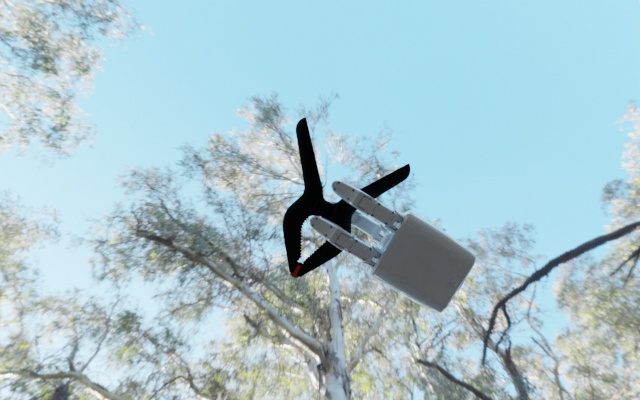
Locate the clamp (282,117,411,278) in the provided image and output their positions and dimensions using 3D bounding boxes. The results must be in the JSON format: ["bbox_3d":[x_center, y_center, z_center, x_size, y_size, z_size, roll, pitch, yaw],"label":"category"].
[{"bbox_3d":[0.000,0.003,0.648,0.164,0.210,0.036,32,5,5],"label":"clamp"}]
